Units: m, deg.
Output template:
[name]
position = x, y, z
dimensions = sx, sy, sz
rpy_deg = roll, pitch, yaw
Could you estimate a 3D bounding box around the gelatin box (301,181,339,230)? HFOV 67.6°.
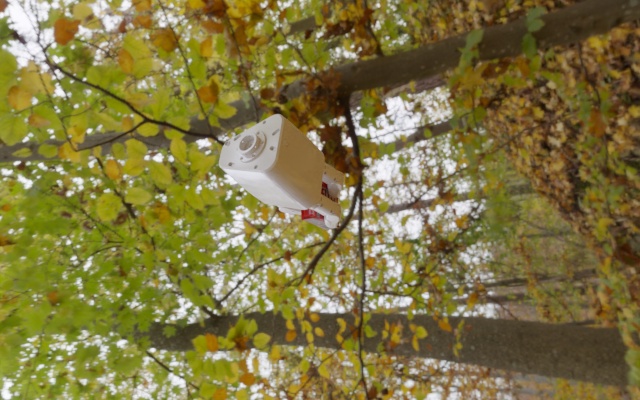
[gelatin box]
position = 0.000, 0.003, 0.774
dimensions = 0.030, 0.073, 0.089
rpy_deg = -8, -17, 25
